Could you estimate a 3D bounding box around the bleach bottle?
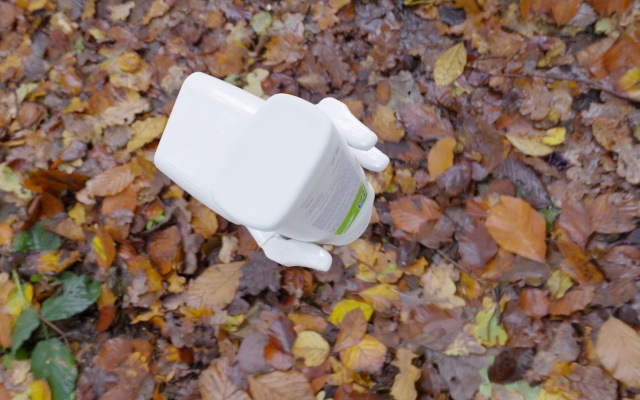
[{"bbox_3d":[0.000,0.001,0.446,0.068,0.102,0.251,30,-5,22],"label":"bleach bottle"}]
